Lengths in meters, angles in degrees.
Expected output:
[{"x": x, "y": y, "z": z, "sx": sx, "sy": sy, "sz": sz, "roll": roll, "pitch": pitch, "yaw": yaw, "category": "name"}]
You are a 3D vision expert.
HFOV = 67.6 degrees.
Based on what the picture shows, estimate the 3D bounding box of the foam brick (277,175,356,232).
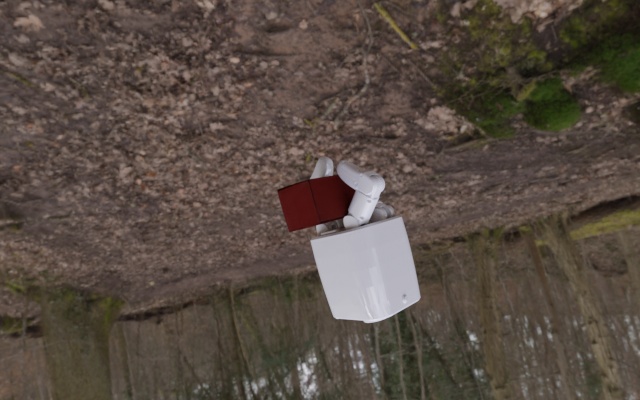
[{"x": 0.000, "y": 0.002, "z": 0.552, "sx": 0.053, "sy": 0.051, "sz": 0.078, "roll": -16, "pitch": -3, "yaw": 43, "category": "foam brick"}]
